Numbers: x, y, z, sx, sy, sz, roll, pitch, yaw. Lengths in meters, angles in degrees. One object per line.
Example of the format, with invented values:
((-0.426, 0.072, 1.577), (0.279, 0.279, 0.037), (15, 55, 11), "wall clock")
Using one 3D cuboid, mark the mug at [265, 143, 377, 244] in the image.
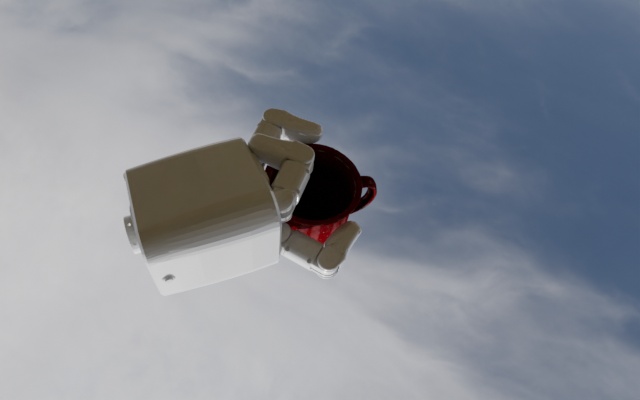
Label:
((0.001, 0.001, 0.480), (0.117, 0.093, 0.082), (-13, -30, -15), "mug")
